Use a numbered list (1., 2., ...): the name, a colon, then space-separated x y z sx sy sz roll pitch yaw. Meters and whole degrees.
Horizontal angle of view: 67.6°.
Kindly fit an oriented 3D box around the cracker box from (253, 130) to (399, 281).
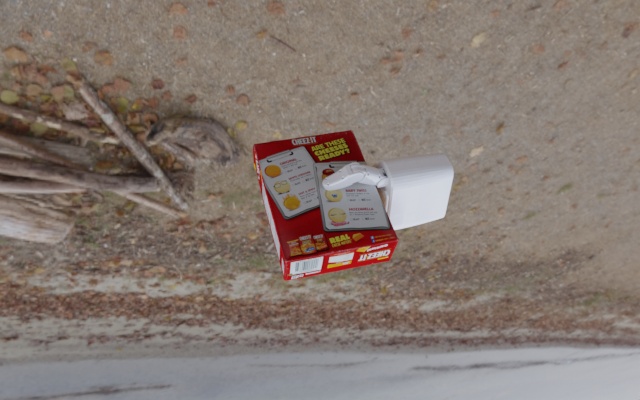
1. cracker box: 0.000 0.002 0.718 0.164 0.213 0.072 -10 -34 -14
